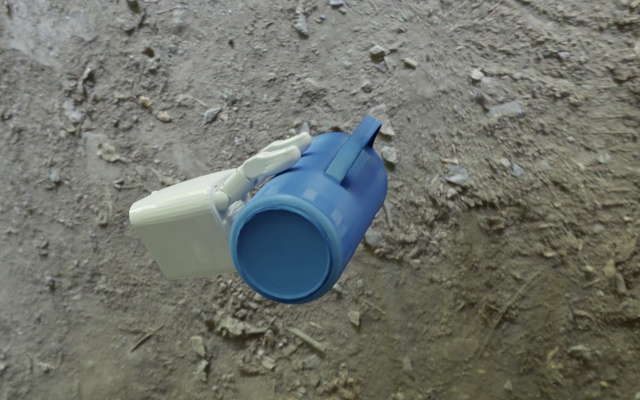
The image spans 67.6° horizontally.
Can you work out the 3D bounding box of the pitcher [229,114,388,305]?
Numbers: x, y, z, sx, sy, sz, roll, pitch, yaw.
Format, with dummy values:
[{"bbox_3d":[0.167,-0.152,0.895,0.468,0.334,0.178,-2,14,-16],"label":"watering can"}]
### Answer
[{"bbox_3d":[0.000,0.002,0.525,0.145,0.149,0.242,-10,15,17],"label":"pitcher"}]
